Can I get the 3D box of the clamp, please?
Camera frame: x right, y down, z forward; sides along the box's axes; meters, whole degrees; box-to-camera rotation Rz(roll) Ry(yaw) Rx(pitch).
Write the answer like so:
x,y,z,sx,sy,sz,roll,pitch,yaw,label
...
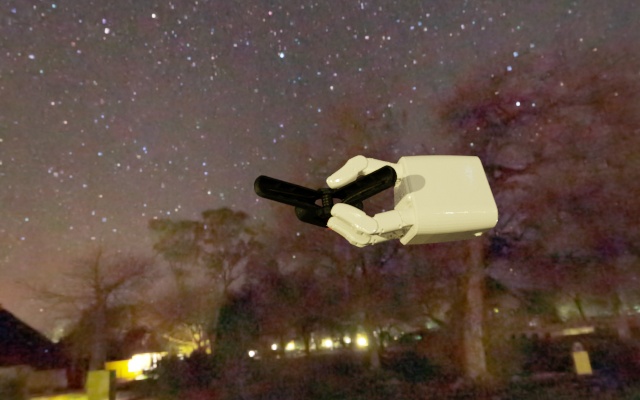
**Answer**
x,y,z,sx,sy,sz,roll,pitch,yaw,label
0.000,0.001,0.630,0.164,0.036,0.210,-2,-17,-4,clamp
